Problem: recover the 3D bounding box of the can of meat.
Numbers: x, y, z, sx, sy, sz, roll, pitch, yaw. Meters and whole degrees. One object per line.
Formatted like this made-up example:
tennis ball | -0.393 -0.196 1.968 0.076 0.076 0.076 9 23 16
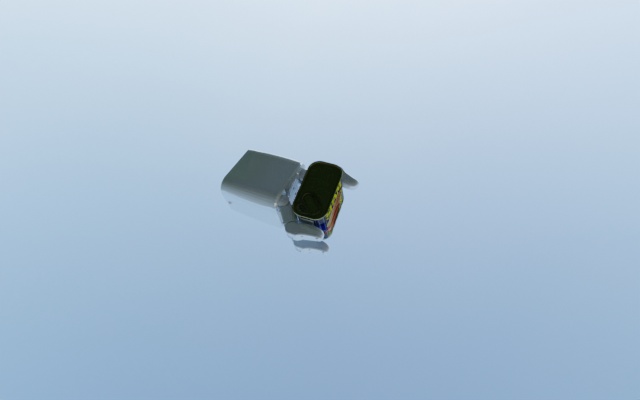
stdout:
can of meat | 0.000 0.003 0.767 0.057 0.102 0.084 15 -26 15
